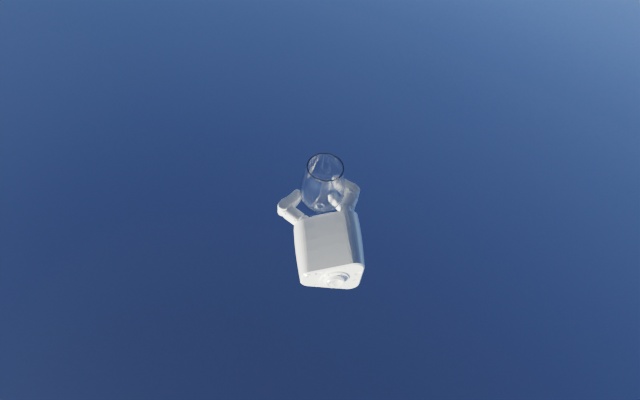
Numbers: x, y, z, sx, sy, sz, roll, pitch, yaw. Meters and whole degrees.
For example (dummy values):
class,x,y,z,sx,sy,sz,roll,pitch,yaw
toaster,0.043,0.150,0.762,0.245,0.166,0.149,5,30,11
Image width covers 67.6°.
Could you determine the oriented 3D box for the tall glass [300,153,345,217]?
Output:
class,x,y,z,sx,sy,sz,roll,pitch,yaw
tall glass,0.000,0.003,0.863,0.079,0.079,0.201,0,-36,-6
